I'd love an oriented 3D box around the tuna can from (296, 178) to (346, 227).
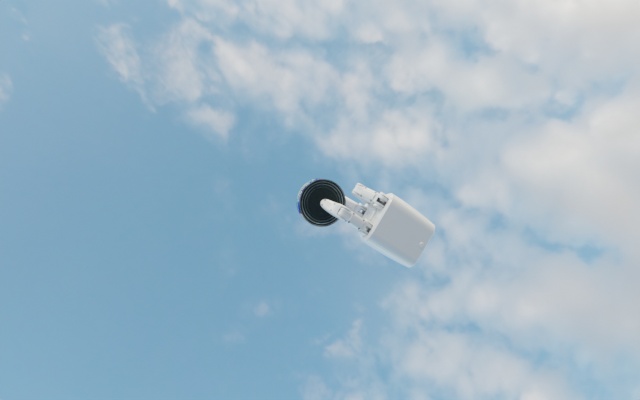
[{"bbox_3d":[0.000,0.003,0.864,0.086,0.086,0.033,0,7,-16],"label":"tuna can"}]
